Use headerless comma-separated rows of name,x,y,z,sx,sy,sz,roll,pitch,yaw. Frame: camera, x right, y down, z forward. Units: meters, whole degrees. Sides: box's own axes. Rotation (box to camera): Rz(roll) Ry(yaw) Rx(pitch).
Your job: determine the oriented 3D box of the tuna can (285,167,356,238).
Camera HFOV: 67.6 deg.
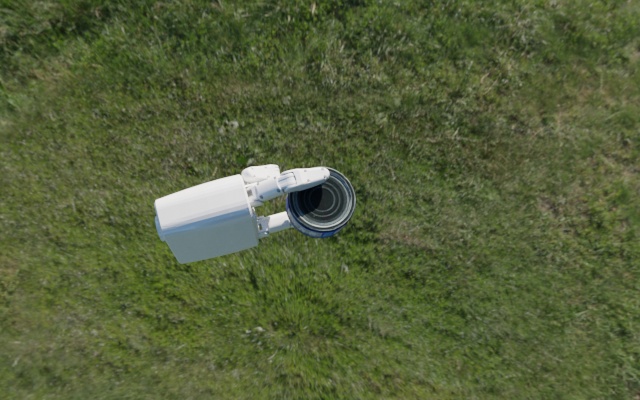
tuna can,0.000,0.002,0.595,0.086,0.086,0.034,0,-17,-8
